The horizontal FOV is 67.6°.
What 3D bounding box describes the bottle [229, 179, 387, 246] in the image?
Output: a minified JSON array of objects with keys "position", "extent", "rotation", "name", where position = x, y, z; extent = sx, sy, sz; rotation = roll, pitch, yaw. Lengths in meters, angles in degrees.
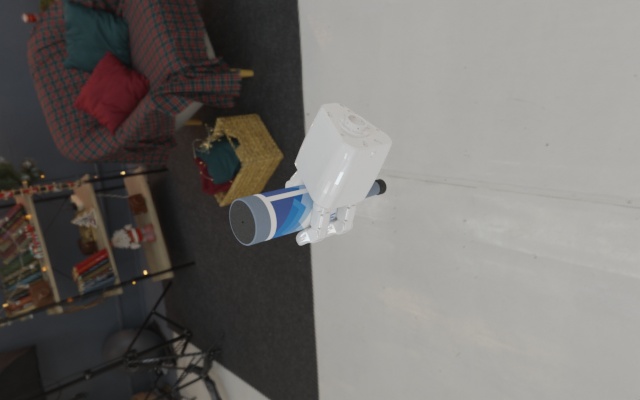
[{"position":[0.000,0.003,0.751],"extent":[0.295,0.069,0.069],"rotation":[-14,10,-41],"name":"bottle"}]
